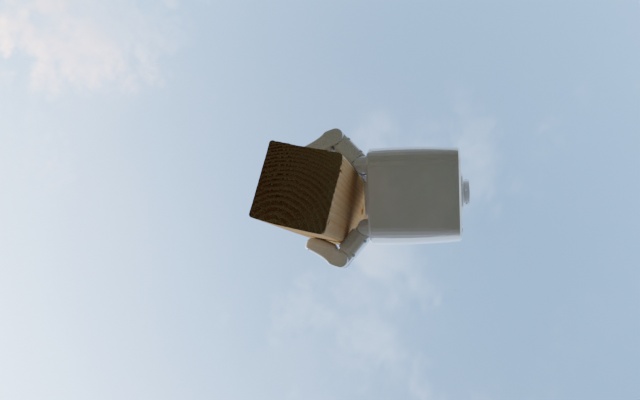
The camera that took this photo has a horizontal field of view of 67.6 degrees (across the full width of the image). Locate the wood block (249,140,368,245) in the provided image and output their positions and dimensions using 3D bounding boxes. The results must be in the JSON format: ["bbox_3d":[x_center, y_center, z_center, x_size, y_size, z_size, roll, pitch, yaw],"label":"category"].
[{"bbox_3d":[0.000,0.002,0.604,0.090,0.091,0.206,12,-7,17],"label":"wood block"}]
